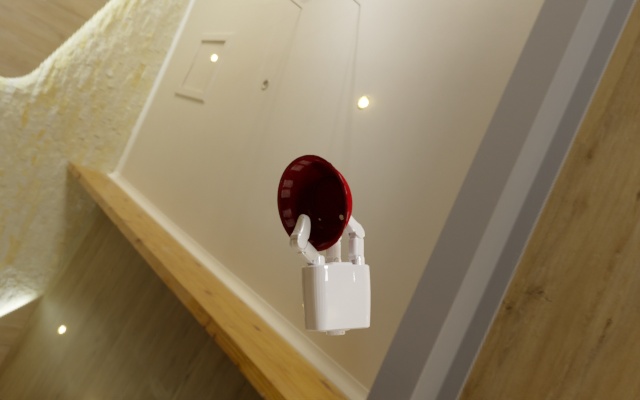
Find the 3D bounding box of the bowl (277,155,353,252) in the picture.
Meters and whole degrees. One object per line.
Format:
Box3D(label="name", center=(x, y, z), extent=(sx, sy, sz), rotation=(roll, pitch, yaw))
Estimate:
Box3D(label="bowl", center=(0.000, 0.001, 0.806), extent=(0.162, 0.162, 0.055), rotation=(0, 6, 43))
